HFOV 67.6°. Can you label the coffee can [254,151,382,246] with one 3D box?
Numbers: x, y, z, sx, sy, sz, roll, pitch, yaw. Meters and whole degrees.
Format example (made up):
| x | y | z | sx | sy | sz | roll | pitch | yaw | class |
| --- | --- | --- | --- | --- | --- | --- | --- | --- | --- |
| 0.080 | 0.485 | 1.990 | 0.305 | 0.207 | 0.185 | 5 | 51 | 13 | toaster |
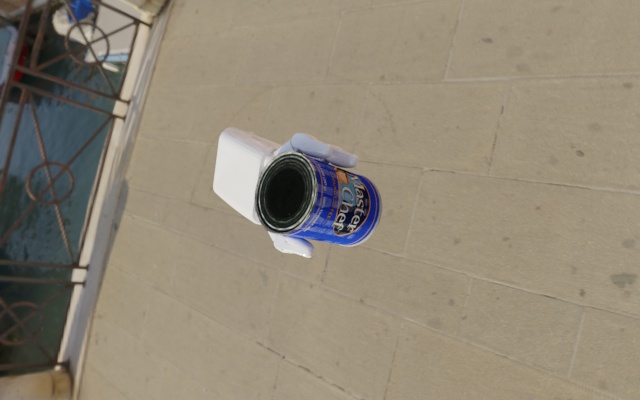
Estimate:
| x | y | z | sx | sy | sz | roll | pitch | yaw | class |
| --- | --- | --- | --- | --- | --- | --- | --- | --- | --- |
| 0.000 | 0.002 | 0.621 | 0.103 | 0.103 | 0.140 | 0 | -10 | 40 | coffee can |
